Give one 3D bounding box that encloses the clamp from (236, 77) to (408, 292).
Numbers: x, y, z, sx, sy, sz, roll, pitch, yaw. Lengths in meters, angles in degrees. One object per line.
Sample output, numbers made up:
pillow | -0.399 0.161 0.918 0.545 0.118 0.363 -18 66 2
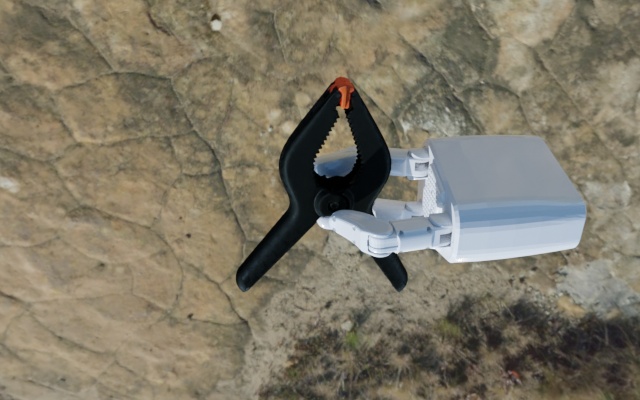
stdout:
clamp | 0.000 0.001 0.415 0.164 0.210 0.036 -5 29 -5
